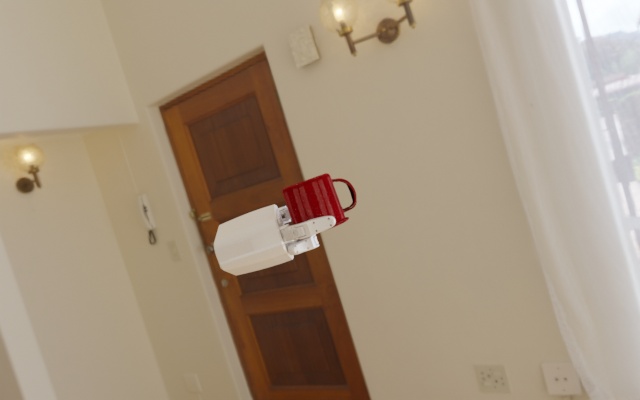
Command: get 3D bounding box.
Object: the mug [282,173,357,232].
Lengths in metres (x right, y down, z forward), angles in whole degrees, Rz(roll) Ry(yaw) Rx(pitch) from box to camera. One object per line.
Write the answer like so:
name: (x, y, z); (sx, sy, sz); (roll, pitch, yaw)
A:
mug: (0.001, 0.002, 0.762); (0.117, 0.081, 0.093); (-19, 3, -1)
